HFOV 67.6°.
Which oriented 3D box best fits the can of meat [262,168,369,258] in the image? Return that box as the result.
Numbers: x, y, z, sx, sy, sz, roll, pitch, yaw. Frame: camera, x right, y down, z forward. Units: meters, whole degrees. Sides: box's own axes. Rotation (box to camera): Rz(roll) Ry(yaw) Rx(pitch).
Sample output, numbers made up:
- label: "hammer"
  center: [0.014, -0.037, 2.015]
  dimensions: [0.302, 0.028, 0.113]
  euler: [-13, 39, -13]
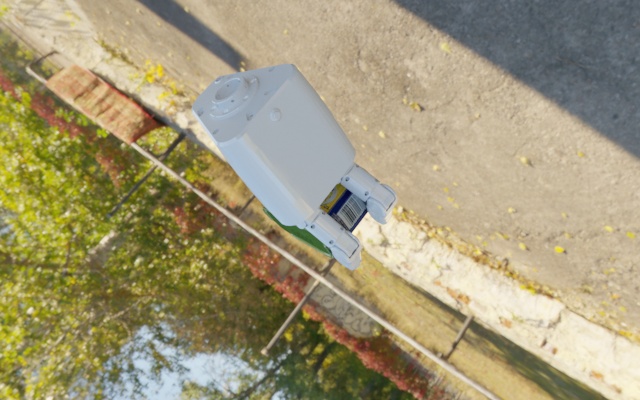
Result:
- label: "can of meat"
  center: [0.000, 0.002, 0.500]
  dimensions: [0.102, 0.084, 0.057]
  euler: [24, -20, 44]
